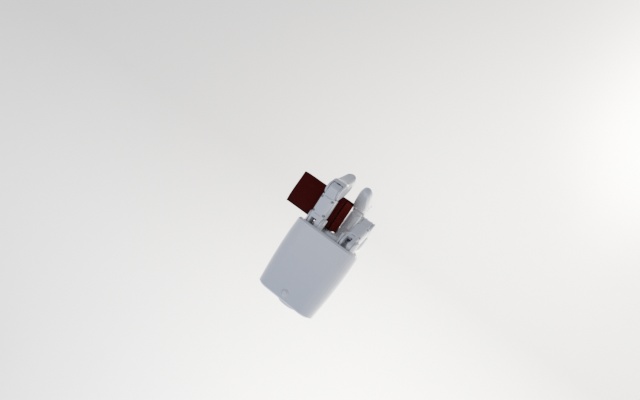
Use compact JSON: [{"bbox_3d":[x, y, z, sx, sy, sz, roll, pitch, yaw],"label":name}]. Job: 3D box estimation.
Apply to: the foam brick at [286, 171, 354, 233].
[{"bbox_3d":[0.000,0.002,0.688,0.078,0.051,0.053,35,2,17],"label":"foam brick"}]
